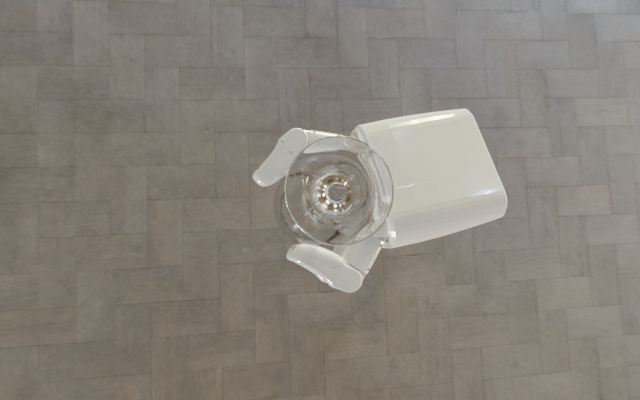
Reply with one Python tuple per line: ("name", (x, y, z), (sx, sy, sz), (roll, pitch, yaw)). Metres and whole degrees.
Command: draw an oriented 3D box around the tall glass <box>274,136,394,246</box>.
("tall glass", (0.000, 0.001, 0.415), (0.079, 0.079, 0.201), (0, -5, -8))
